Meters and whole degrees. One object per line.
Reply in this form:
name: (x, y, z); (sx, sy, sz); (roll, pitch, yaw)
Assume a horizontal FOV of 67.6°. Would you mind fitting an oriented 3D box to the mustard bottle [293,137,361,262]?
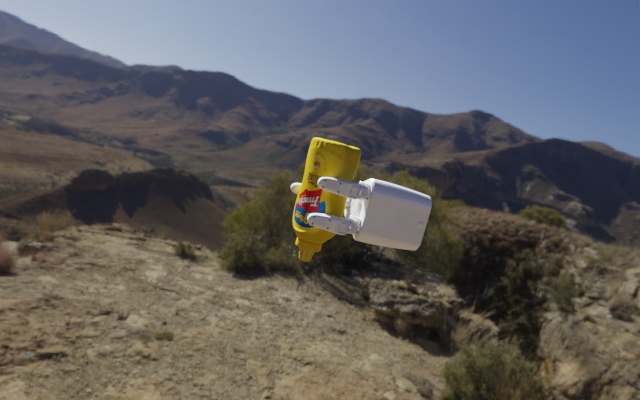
mustard bottle: (0.000, 0.002, 0.744); (0.058, 0.191, 0.096); (10, 8, -39)
